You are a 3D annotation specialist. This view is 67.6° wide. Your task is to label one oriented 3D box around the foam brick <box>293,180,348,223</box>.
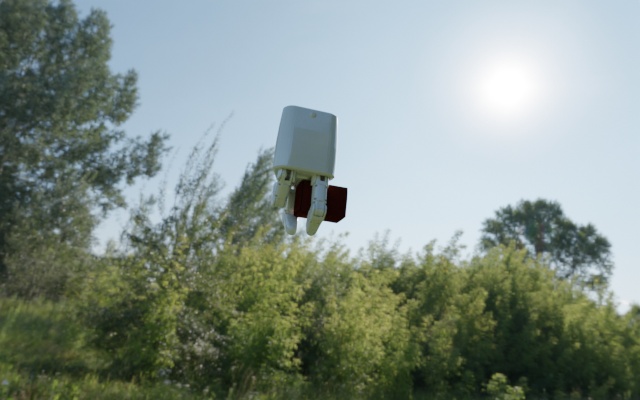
[{"bbox_3d":[0.000,0.003,0.779,0.078,0.051,0.053,10,-16,-14],"label":"foam brick"}]
